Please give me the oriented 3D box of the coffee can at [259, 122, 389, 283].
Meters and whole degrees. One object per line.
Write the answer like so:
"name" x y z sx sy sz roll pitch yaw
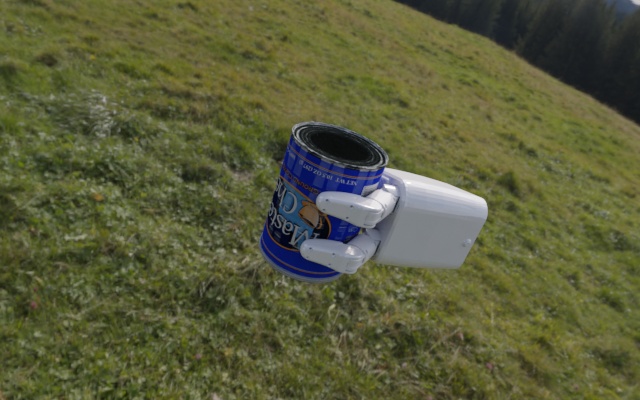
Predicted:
"coffee can" 0.000 0.002 0.509 0.103 0.140 0.102 15 27 -8
